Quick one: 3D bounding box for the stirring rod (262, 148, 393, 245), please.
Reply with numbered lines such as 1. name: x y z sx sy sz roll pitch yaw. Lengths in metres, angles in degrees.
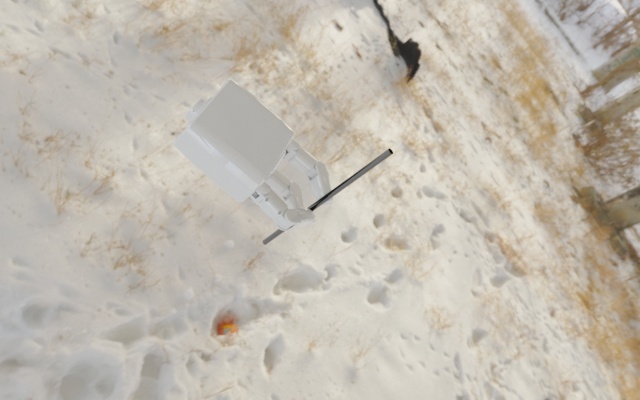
1. stirring rod: 0.000 0.002 0.606 0.011 0.011 0.239 0 -29 -48
